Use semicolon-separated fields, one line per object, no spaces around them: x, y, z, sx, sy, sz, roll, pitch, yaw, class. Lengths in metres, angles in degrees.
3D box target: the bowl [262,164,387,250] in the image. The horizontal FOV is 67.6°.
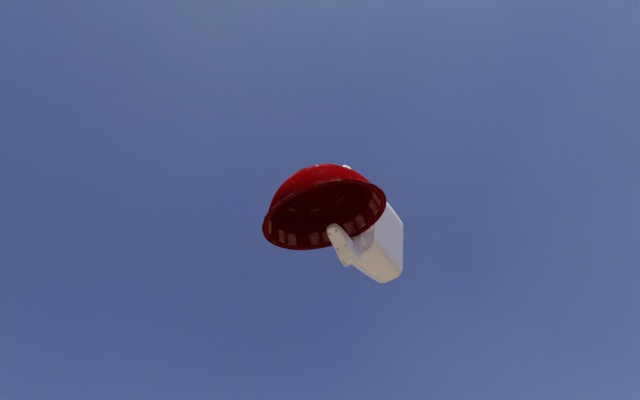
0.000;0.001;0.614;0.162;0.055;0.162;-12;-31;-7;bowl
